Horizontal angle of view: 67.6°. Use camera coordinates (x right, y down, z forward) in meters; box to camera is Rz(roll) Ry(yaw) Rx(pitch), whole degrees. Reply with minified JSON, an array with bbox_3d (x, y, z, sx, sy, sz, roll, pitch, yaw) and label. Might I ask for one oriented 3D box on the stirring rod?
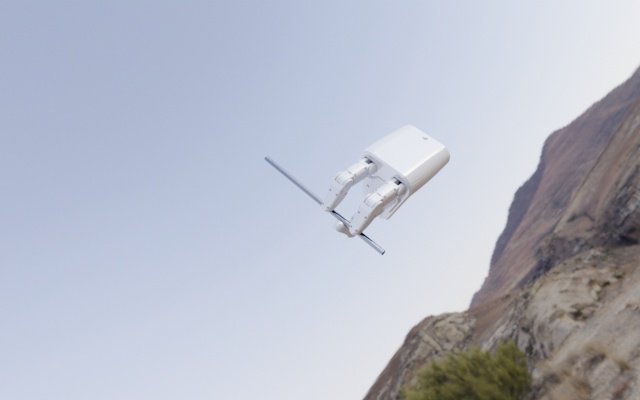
[{"bbox_3d":[0.000,0.002,0.692,0.239,0.011,0.011,39,19,25],"label":"stirring rod"}]
